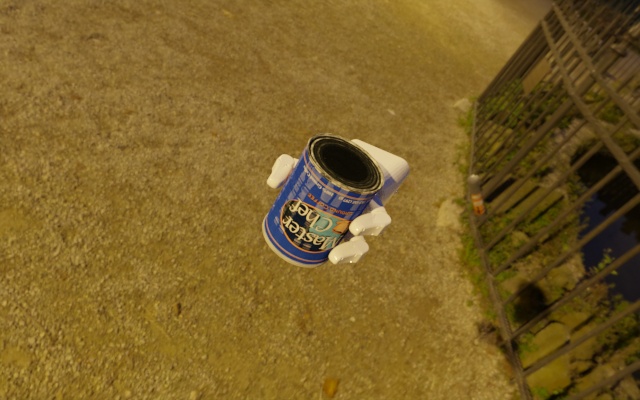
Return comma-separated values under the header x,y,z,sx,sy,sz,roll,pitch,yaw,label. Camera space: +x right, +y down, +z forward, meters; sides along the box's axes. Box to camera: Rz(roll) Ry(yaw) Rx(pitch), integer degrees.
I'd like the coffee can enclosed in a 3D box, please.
x,y,z,sx,sy,sz,roll,pitch,yaw,label
0.000,0.002,0.599,0.103,0.102,0.140,0,-43,-37,coffee can
